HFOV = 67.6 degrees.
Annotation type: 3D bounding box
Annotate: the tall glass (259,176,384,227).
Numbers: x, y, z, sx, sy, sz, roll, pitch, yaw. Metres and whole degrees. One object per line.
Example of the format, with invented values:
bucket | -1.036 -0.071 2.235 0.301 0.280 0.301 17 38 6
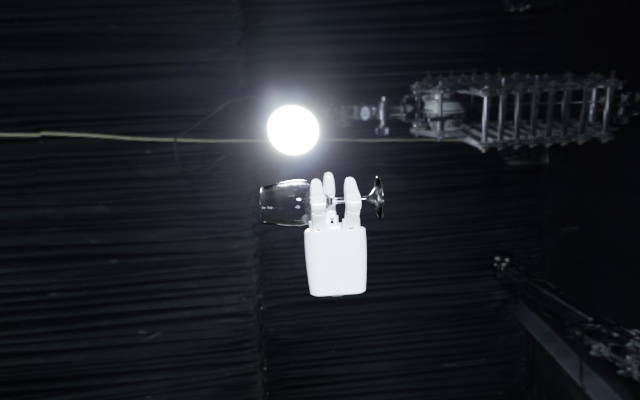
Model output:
tall glass | 0.001 0.002 0.797 0.201 0.079 0.079 -3 0 -4
